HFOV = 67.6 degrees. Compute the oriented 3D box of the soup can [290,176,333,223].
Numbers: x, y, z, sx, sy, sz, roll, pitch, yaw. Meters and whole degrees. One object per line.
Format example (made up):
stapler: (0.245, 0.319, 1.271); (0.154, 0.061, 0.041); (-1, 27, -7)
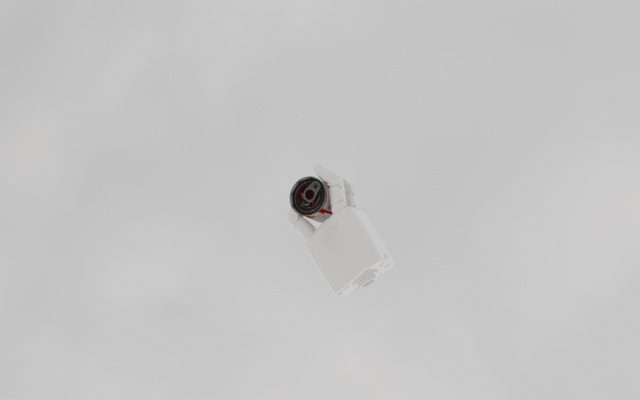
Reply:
soup can: (0.000, 0.002, 0.835); (0.068, 0.068, 0.102); (0, -12, 26)
